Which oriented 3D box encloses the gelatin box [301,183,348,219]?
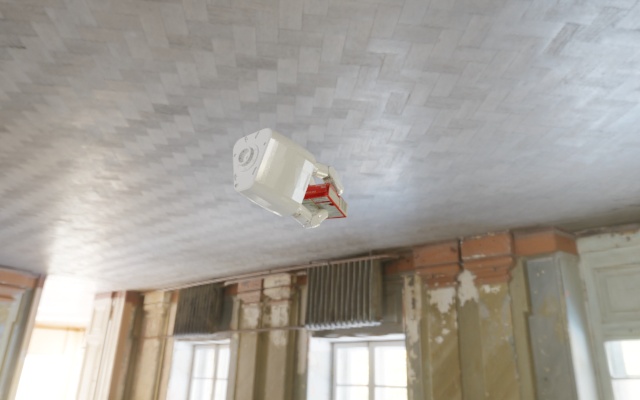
[{"bbox_3d":[0.000,0.003,0.876,0.073,0.030,0.089,-6,-31,26],"label":"gelatin box"}]
